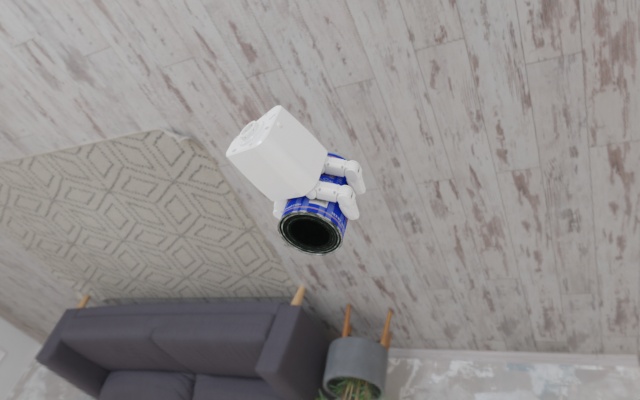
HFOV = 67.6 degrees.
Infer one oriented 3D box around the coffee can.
[{"bbox_3d":[0.000,0.003,0.767,0.103,0.140,0.103,10,-42,9],"label":"coffee can"}]
